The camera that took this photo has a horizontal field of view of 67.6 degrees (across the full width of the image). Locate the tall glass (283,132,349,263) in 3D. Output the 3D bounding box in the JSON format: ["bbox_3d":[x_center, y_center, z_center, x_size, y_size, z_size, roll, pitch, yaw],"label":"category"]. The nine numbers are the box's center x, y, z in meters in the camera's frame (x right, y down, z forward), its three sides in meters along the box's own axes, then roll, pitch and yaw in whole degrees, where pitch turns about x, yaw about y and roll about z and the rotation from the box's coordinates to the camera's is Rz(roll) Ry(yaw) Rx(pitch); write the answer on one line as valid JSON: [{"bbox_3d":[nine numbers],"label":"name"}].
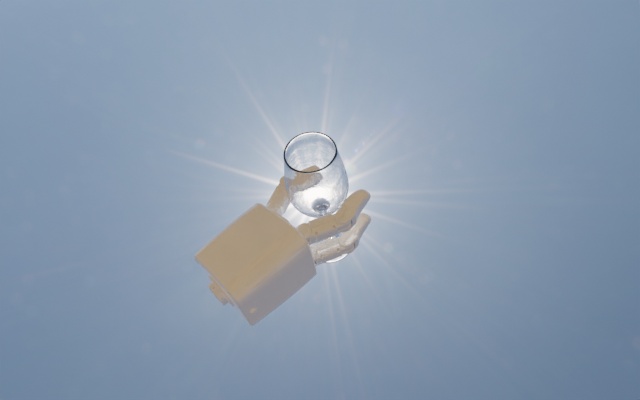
[{"bbox_3d":[0.000,0.002,0.619,0.079,0.079,0.201,0,-35,8],"label":"tall glass"}]
